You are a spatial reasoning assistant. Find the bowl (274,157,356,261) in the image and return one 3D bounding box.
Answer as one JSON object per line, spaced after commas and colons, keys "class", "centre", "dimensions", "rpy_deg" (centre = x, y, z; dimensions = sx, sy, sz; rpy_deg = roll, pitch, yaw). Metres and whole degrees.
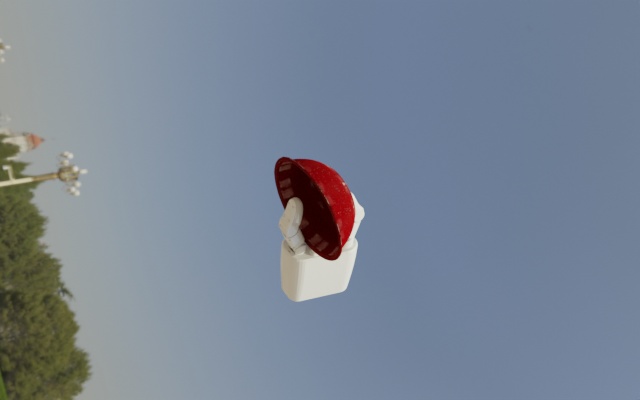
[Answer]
{"class": "bowl", "centre": [0.001, 0.001, 0.672], "dimensions": [0.055, 0.162, 0.162], "rpy_deg": [-29, 12, -22]}
